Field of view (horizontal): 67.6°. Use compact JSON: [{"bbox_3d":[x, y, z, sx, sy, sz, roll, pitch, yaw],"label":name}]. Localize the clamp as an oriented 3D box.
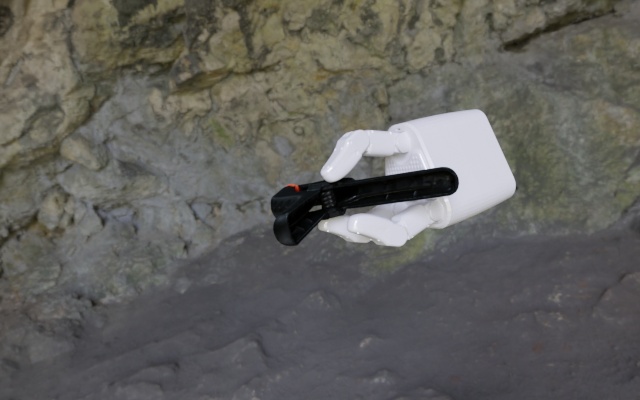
[{"bbox_3d":[0.000,0.001,0.452,0.164,0.036,0.210,-16,9,-28],"label":"clamp"}]
